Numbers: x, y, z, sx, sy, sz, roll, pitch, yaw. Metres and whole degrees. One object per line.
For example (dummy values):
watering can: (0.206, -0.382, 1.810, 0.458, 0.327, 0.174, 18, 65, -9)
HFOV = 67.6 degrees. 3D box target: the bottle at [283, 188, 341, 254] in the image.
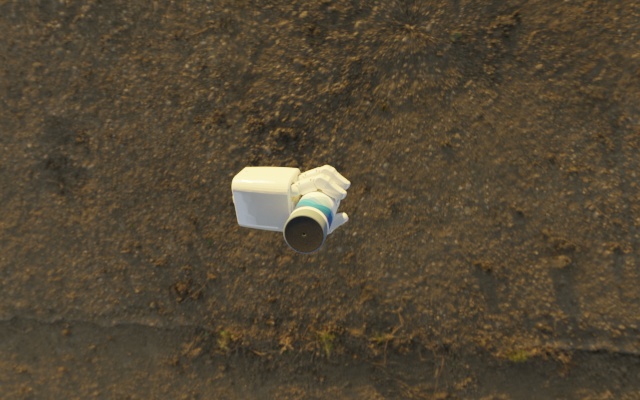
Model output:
bottle: (0.000, 0.003, 0.870, 0.069, 0.069, 0.295, 0, 20, 11)
